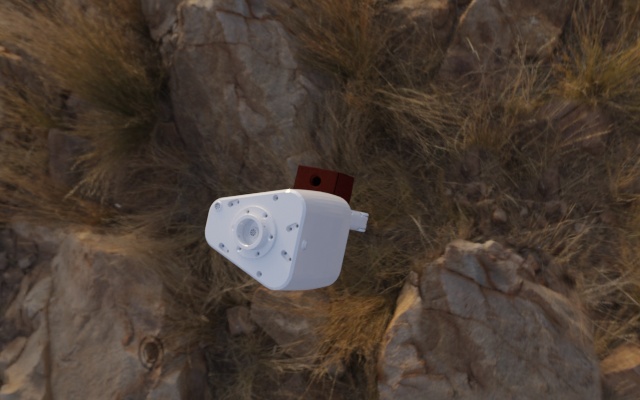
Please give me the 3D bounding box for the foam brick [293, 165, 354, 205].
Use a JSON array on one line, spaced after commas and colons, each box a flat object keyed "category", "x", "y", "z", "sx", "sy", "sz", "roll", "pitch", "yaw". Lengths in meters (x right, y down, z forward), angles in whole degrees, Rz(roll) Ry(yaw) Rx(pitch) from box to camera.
[{"category": "foam brick", "x": 0.000, "y": 0.002, "z": 0.558, "sx": 0.053, "sy": 0.078, "sz": 0.051, "roll": 12, "pitch": 0, "yaw": 26}]
